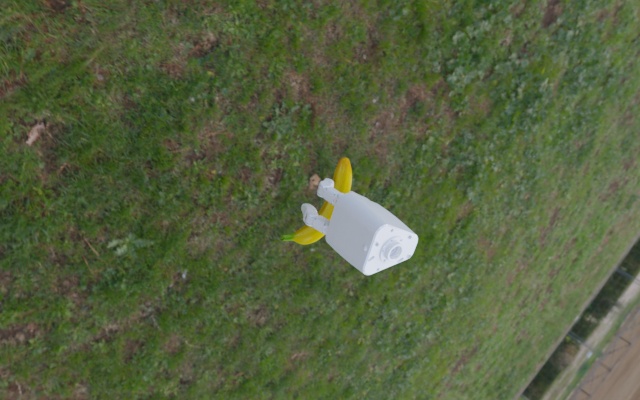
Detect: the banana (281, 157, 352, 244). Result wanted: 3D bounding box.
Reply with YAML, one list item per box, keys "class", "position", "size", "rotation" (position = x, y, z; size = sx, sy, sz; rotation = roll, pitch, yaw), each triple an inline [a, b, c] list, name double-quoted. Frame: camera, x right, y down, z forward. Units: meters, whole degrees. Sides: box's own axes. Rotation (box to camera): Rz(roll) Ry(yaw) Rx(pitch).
- class: "banana"
  position: [0.010, 0.013, 0.901]
  size: [0.070, 0.198, 0.037]
  rotation: [32, 8, -39]
